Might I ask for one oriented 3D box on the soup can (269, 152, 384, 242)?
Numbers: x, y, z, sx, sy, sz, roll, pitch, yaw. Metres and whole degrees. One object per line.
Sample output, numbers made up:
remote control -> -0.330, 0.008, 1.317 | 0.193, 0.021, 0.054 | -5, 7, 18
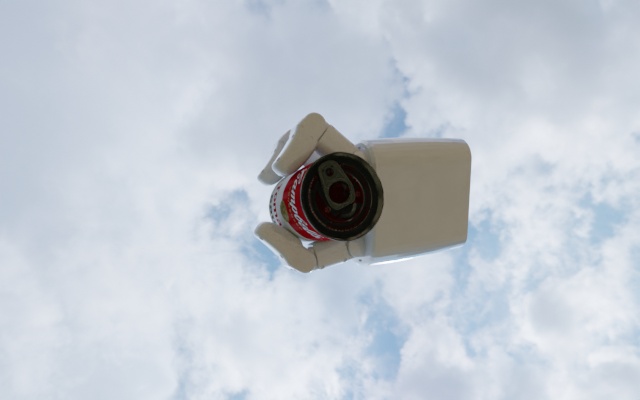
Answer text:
soup can -> 0.000, 0.002, 0.404 | 0.068, 0.068, 0.102 | 0, -5, -20
